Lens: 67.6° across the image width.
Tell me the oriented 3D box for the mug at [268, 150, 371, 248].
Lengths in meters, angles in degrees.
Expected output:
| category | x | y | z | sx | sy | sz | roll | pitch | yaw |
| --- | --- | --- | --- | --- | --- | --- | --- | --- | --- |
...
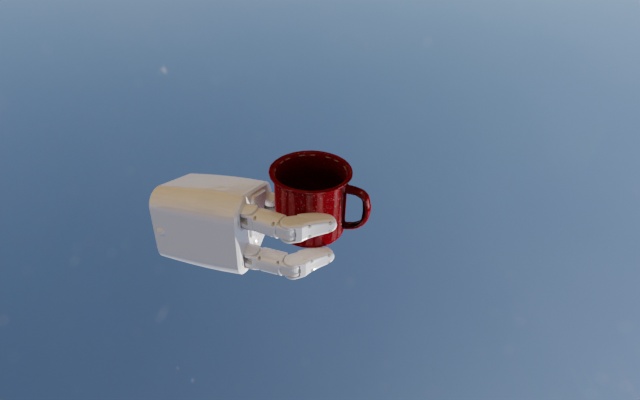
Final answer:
| category | x | y | z | sx | sy | sz | roll | pitch | yaw |
| --- | --- | --- | --- | --- | --- | --- | --- | --- | --- |
| mug | 0.001 | 0.002 | 0.545 | 0.117 | 0.082 | 0.093 | 10 | 35 | 13 |
